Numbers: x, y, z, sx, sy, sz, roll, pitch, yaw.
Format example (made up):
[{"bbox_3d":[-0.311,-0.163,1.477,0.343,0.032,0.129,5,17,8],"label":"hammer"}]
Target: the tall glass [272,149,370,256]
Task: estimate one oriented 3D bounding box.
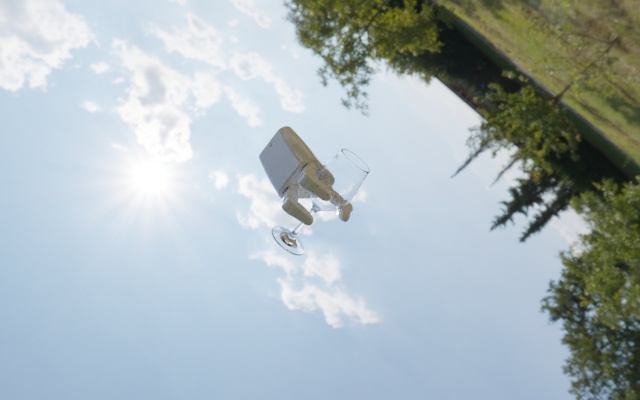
[{"bbox_3d":[0.000,0.003,0.848,0.079,0.201,0.079,35,21,-15],"label":"tall glass"}]
